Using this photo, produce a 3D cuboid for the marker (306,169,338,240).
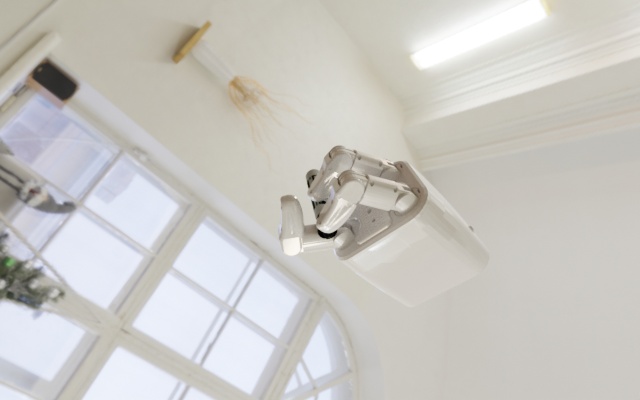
[{"bbox_3d":[0.000,0.002,0.483,0.020,0.020,0.121,0,28,-8],"label":"marker"}]
